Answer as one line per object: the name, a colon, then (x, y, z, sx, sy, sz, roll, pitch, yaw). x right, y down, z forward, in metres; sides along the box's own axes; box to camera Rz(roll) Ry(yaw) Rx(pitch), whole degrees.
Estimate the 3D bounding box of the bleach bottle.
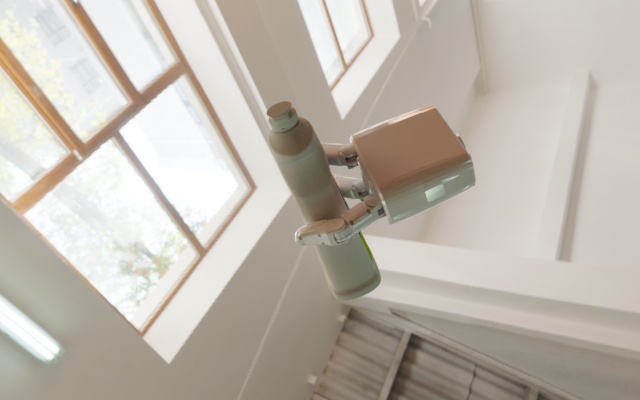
bleach bottle: (0.000, 0.002, 0.558, 0.068, 0.251, 0.102, -23, 37, 1)
